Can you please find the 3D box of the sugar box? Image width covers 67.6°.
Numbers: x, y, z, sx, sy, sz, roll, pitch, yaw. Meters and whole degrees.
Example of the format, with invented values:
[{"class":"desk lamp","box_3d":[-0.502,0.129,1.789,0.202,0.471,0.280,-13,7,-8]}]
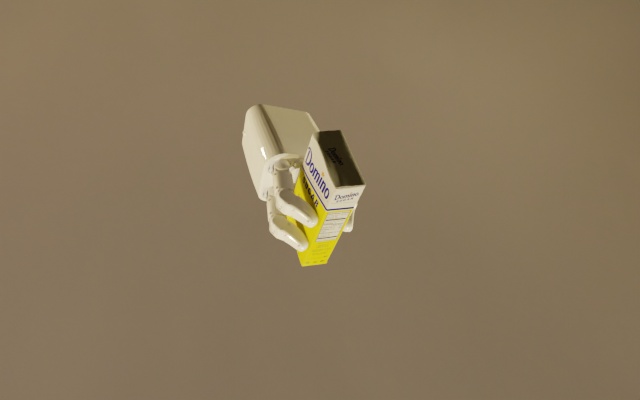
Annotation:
[{"class":"sugar box","box_3d":[0.000,0.002,0.625,0.048,0.093,0.176,-7,-35,-20]}]
